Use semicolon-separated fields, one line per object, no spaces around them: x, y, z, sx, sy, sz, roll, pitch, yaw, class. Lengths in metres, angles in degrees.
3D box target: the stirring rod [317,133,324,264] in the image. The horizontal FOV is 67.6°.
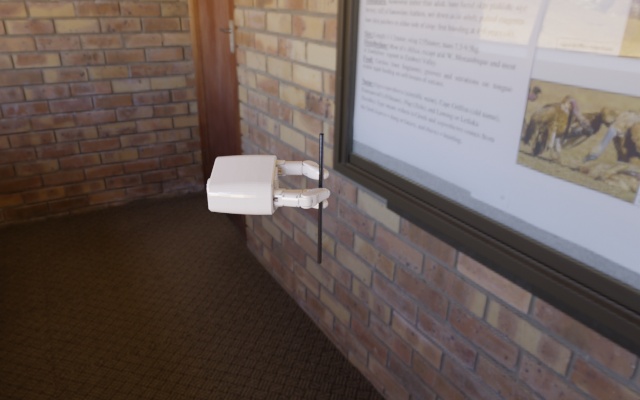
0.000;0.003;0.821;0.011;0.240;0.011;1;24;0;stirring rod
